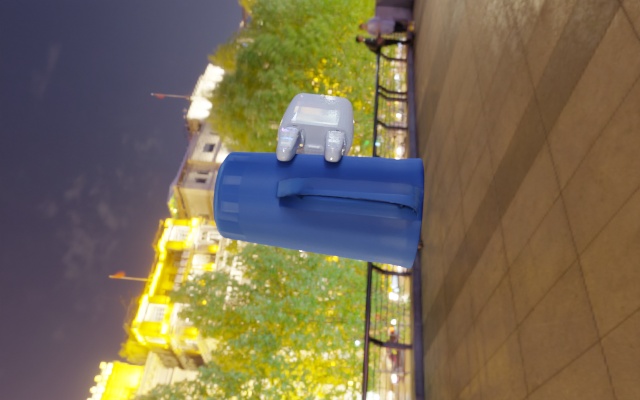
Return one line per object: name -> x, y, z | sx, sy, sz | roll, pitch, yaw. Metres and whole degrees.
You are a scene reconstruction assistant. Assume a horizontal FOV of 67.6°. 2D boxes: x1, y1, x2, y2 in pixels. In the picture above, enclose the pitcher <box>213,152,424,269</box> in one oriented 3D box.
pitcher -> 0.000, 0.002, 0.573 | 0.243, 0.149, 0.145 | 5, 36, 3
